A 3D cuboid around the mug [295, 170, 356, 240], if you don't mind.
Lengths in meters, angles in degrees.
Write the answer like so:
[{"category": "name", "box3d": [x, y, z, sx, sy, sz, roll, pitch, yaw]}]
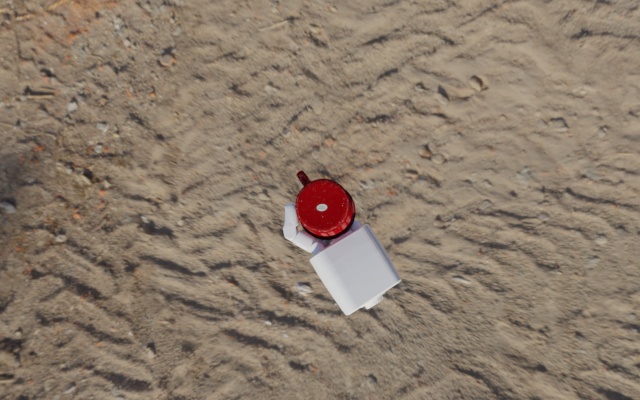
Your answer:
[{"category": "mug", "box3d": [-0.001, 0.001, 0.733, 0.093, 0.117, 0.081, -32, -9, 1]}]
